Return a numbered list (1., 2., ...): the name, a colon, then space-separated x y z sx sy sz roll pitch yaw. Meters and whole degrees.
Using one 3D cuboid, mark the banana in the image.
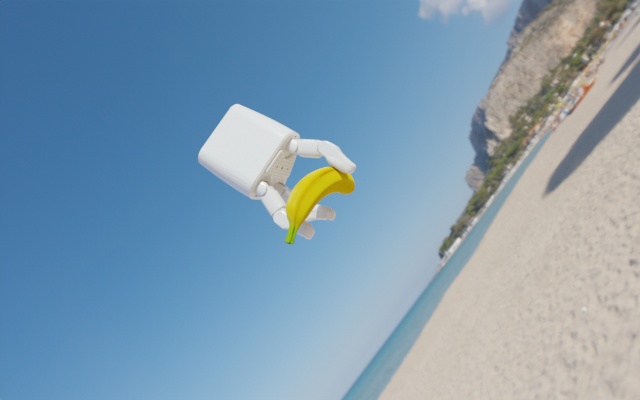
1. banana: 0.002 -0.013 0.657 0.037 0.070 0.197 24 31 20
